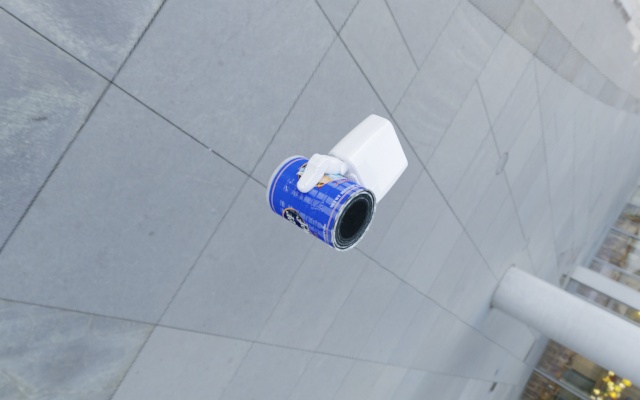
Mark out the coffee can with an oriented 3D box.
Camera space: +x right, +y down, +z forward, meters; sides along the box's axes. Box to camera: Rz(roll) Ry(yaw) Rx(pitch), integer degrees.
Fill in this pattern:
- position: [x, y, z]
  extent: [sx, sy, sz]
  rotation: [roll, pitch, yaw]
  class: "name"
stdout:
- position: [0.000, 0.002, 0.737]
  extent: [0.140, 0.103, 0.103]
  rotation: [29, 17, 33]
  class: "coffee can"
